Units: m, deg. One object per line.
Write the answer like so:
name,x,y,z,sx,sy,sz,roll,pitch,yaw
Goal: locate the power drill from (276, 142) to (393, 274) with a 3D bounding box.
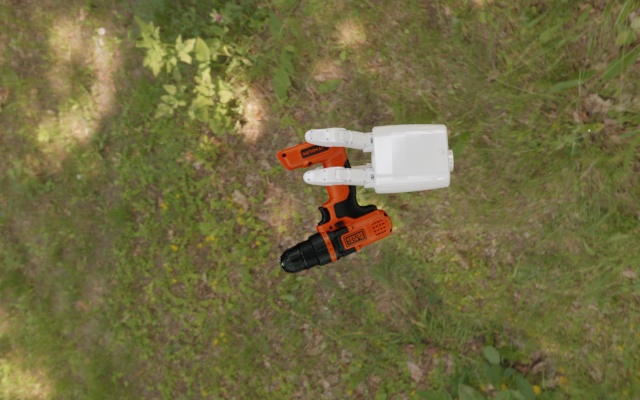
power drill,0.000,0.002,0.728,0.184,0.188,0.057,-22,10,-9
